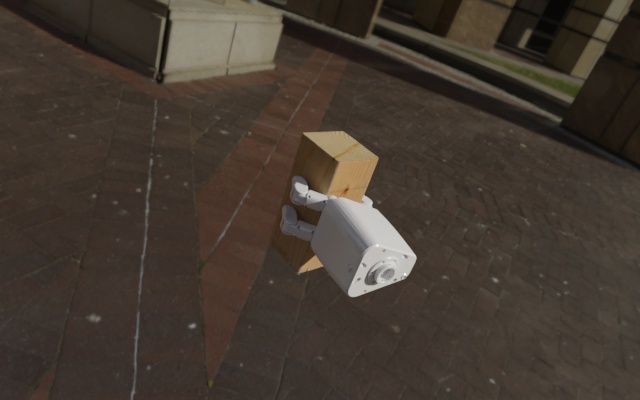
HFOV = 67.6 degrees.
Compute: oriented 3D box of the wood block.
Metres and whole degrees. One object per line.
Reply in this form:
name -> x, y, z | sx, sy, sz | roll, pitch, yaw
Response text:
wood block -> 0.001, 0.003, 0.763 | 0.091, 0.206, 0.090 | -9, 40, -42
